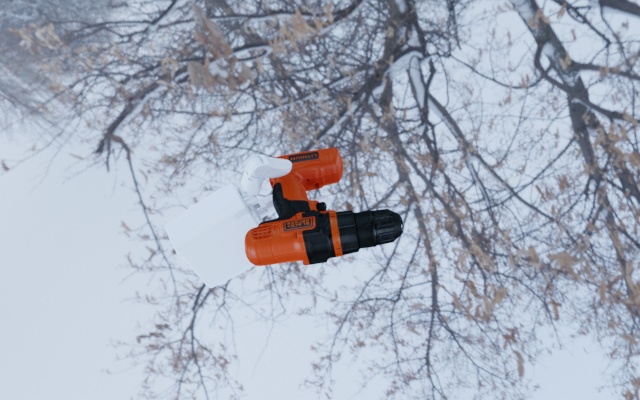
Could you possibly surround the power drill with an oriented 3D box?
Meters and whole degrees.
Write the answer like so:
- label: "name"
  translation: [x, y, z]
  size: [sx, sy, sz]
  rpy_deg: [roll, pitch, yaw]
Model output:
- label: "power drill"
  translation: [0.000, 0.002, 0.604]
  size: [0.184, 0.057, 0.187]
  rpy_deg: [-8, 33, 2]
